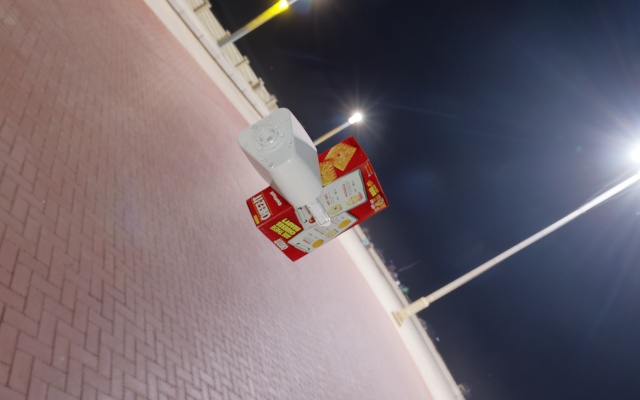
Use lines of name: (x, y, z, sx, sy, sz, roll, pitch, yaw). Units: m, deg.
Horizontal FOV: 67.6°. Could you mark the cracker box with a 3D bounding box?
cracker box: (0.000, 0.003, 0.850, 0.214, 0.072, 0.164, -31, -34, 3)
